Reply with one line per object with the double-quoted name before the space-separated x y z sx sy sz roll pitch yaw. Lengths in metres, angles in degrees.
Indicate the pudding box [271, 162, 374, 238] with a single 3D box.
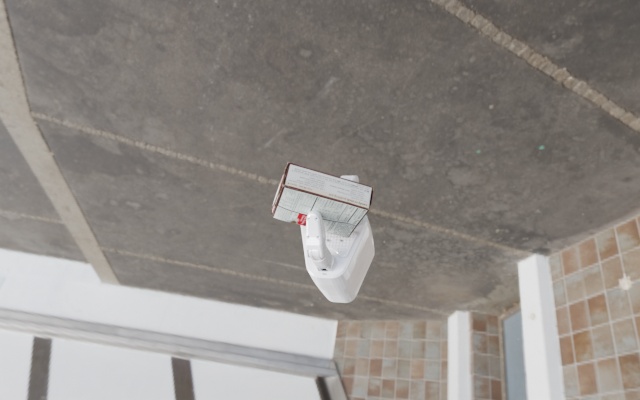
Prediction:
"pudding box" 0.000 0.002 0.608 0.113 0.039 0.090 14 -31 -8
